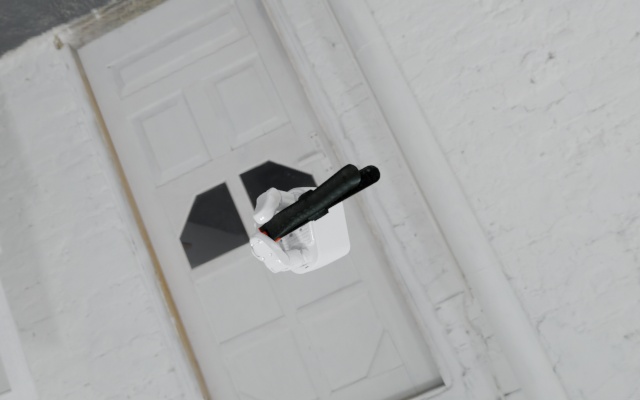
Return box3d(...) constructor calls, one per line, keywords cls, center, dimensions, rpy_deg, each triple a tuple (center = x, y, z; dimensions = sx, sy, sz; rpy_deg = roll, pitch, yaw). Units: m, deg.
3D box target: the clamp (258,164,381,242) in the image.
box3d(cls="clamp", center=(0.000, 0.003, 0.603), dimensions=(0.171, 0.039, 0.120), rpy_deg=(-31, -13, 27))
